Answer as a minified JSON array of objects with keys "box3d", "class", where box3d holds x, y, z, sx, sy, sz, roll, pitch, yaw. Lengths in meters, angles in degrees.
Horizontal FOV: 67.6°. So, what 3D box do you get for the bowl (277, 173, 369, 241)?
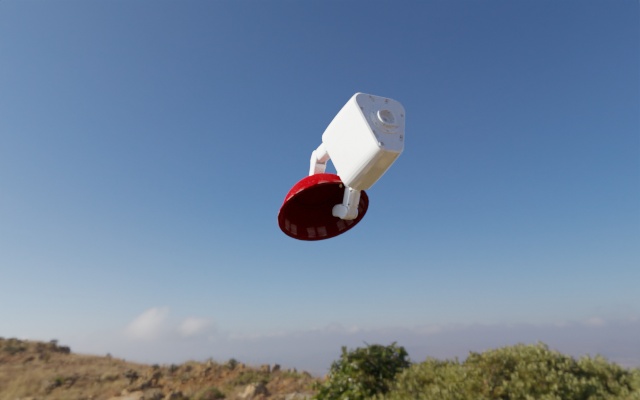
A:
[{"box3d":[-0.001,0.003,0.837,0.162,0.055,0.162,-10,-39,-8],"class":"bowl"}]
